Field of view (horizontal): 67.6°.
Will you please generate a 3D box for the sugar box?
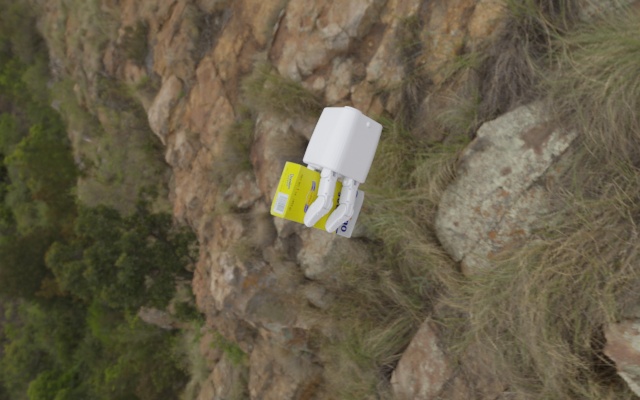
[{"bbox_3d":[0.000,0.003,0.844,0.176,0.093,0.048,19,0,-42],"label":"sugar box"}]
